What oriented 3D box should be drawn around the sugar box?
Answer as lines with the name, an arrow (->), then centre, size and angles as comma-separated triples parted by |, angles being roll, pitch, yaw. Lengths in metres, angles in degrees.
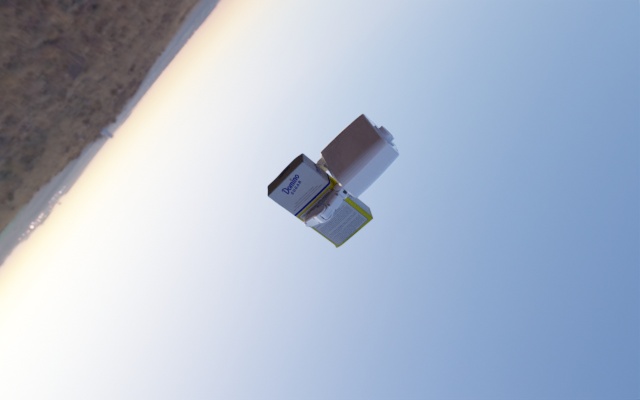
sugar box -> 0.000, 0.002, 0.853 | 0.176, 0.093, 0.048 | 40, 20, -23
